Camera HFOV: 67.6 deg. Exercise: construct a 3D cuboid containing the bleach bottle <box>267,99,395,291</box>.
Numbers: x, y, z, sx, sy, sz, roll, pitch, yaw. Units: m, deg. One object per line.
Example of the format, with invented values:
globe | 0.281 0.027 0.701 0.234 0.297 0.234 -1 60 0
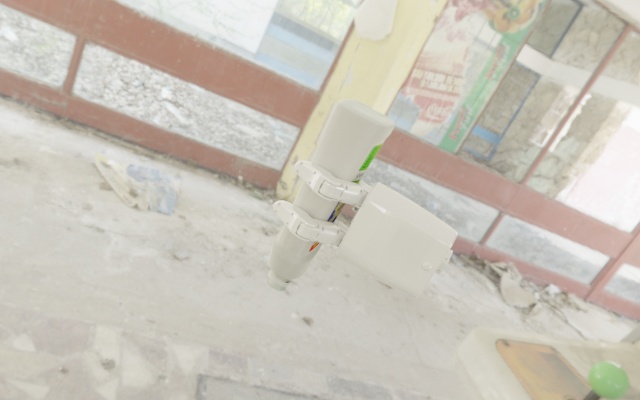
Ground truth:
bleach bottle | 0.000 0.002 0.591 0.068 0.251 0.102 30 19 9
